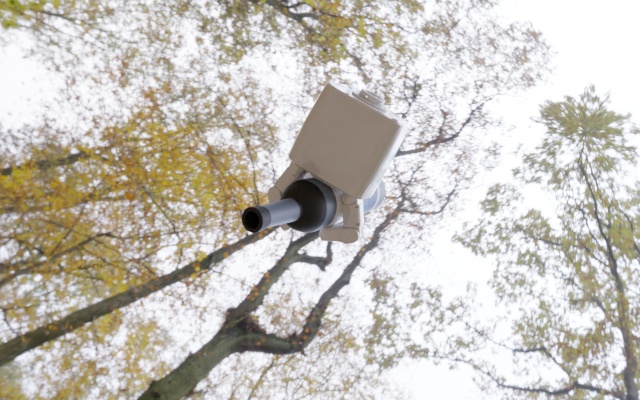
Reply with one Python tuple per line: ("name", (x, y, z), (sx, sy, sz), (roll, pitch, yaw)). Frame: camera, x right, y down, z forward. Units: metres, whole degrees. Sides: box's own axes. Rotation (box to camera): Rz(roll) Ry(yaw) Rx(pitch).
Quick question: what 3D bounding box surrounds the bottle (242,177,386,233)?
("bottle", (0.000, 0.002, 0.620), (0.069, 0.069, 0.295), (0, 7, 29))
